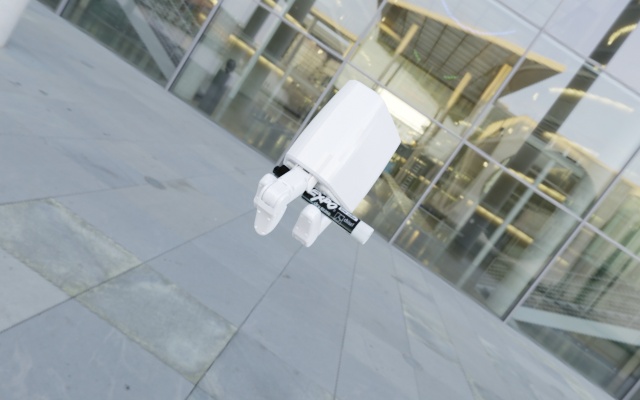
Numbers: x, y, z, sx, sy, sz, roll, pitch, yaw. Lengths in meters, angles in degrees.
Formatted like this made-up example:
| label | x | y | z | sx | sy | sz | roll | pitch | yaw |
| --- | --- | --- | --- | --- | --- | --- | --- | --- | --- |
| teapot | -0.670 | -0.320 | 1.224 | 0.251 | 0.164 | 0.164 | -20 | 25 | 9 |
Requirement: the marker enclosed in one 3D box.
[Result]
| label | x | y | z | sx | sy | sz | roll | pitch | yaw |
| --- | --- | --- | --- | --- | --- | --- | --- | --- | --- |
| marker | 0.000 | 0.002 | 0.487 | 0.121 | 0.020 | 0.020 | 36 | 9 | 12 |
